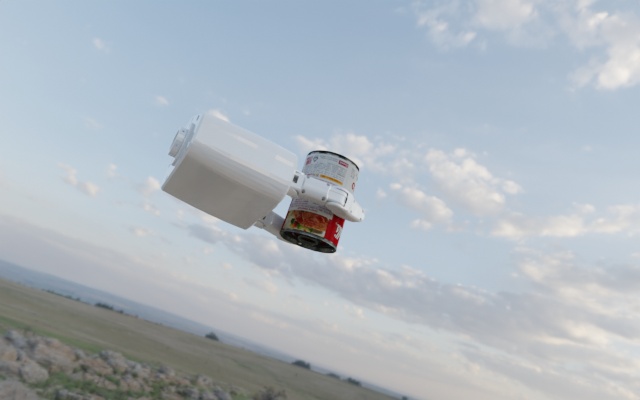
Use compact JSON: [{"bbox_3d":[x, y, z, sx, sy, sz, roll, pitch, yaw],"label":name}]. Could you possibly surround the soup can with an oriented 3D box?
[{"bbox_3d":[0.001,0.002,0.552,0.068,0.102,0.068,16,-18,5],"label":"soup can"}]
